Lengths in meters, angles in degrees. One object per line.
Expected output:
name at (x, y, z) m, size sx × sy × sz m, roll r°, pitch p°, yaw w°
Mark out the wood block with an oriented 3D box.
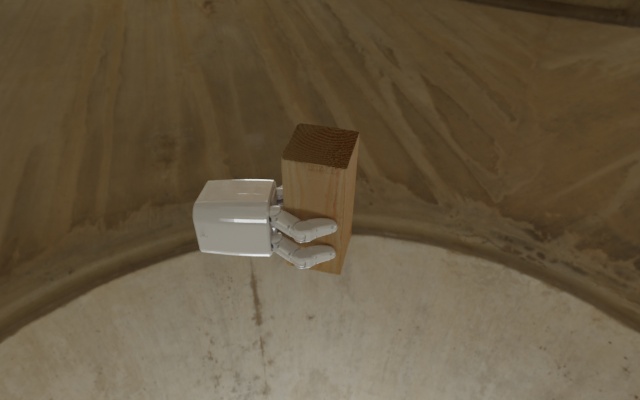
wood block at (0.000, 0.002, 0.701) m, size 0.090 × 0.206 × 0.090 m, roll 9°, pitch 43°, yaw 9°
